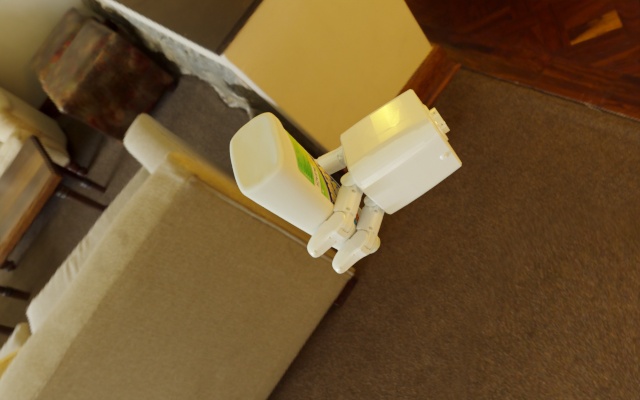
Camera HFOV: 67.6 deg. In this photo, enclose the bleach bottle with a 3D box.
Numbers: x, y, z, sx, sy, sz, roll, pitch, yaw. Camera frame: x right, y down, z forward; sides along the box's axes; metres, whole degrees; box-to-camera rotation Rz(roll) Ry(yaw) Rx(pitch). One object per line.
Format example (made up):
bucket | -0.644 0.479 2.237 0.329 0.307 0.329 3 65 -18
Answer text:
bleach bottle | 0.000 0.002 0.589 0.068 0.102 0.251 -34 -41 17
